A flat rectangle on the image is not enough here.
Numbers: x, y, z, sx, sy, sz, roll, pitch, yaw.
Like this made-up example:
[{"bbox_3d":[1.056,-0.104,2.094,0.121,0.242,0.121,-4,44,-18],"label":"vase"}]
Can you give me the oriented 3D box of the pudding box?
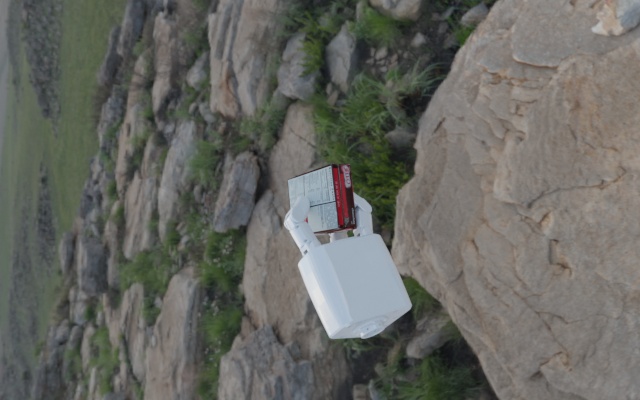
[{"bbox_3d":[0.000,0.002,0.677,0.039,0.090,0.113,1,-9,-39],"label":"pudding box"}]
